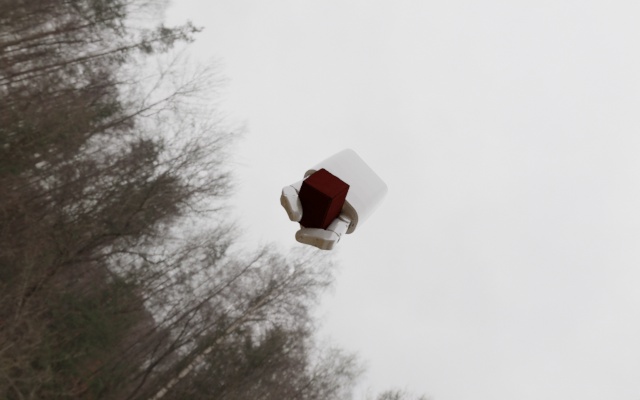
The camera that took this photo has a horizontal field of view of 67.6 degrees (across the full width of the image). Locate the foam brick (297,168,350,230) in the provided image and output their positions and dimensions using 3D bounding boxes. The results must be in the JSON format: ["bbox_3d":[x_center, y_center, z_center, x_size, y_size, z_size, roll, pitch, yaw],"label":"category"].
[{"bbox_3d":[0.000,0.002,0.696,0.053,0.078,0.051,35,43,18],"label":"foam brick"}]
